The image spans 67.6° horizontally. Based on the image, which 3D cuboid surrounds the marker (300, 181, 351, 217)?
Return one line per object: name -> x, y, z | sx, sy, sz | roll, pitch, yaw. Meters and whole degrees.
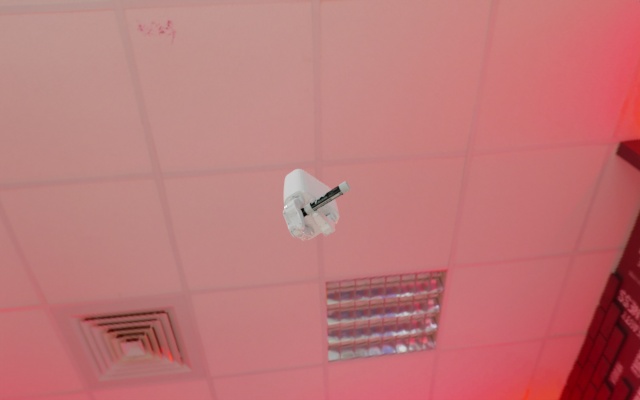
marker -> 0.000, 0.003, 0.881 | 0.121, 0.020, 0.020 | -31, -8, 13
